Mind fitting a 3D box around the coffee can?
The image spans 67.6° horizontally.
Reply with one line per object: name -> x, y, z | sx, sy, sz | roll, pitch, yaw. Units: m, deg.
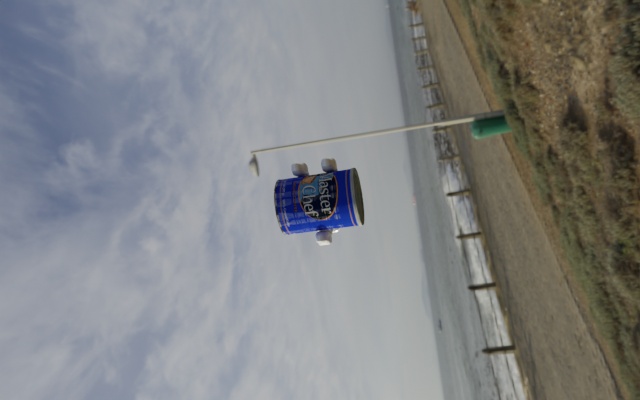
coffee can -> 0.000, 0.003, 0.845 | 0.140, 0.103, 0.103 | -8, -2, 11
